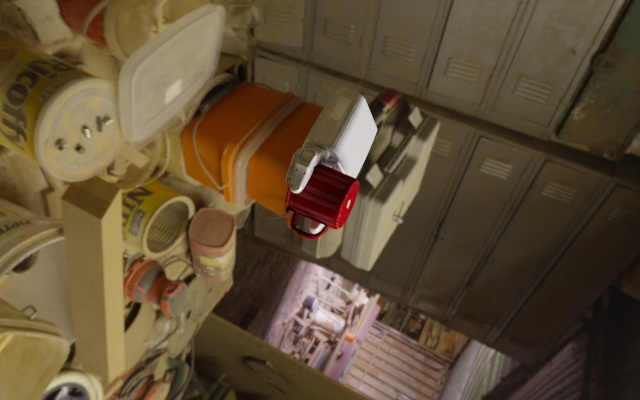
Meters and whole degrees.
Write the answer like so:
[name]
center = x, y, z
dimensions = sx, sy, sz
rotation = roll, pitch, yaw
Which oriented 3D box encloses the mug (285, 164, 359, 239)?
[mug]
center = 0.000, 0.004, 0.702
dimensions = 0.081, 0.117, 0.093
rotation = 22, -17, 14
